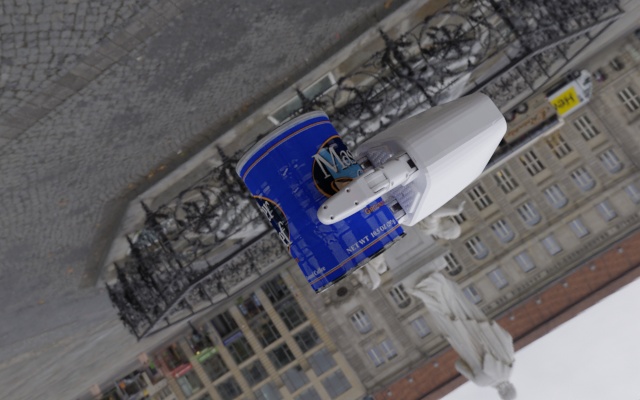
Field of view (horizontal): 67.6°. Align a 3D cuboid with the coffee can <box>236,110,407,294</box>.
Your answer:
[{"bbox_3d":[0.000,0.001,0.453,0.103,0.140,0.103,-33,-6,-4],"label":"coffee can"}]
